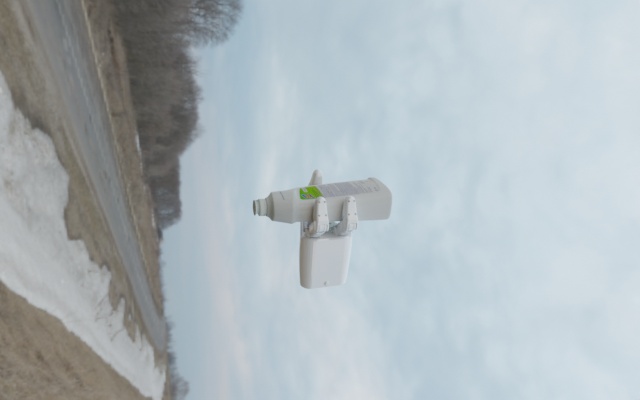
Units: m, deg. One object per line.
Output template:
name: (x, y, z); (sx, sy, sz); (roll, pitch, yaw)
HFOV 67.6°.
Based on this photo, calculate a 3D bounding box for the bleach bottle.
bleach bottle: (0.000, 0.003, 0.880); (0.251, 0.068, 0.102); (-3, 21, -19)
